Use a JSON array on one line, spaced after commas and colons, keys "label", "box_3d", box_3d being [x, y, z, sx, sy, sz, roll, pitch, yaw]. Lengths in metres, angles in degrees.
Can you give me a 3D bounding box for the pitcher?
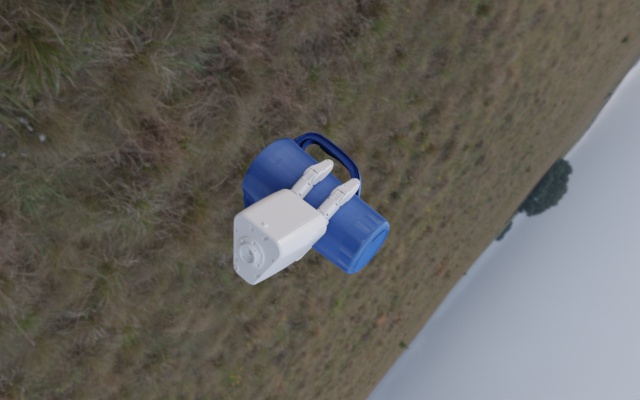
[{"label": "pitcher", "box_3d": [0.000, 0.003, 0.814, 0.242, 0.149, 0.145, 38, 37, 19]}]
